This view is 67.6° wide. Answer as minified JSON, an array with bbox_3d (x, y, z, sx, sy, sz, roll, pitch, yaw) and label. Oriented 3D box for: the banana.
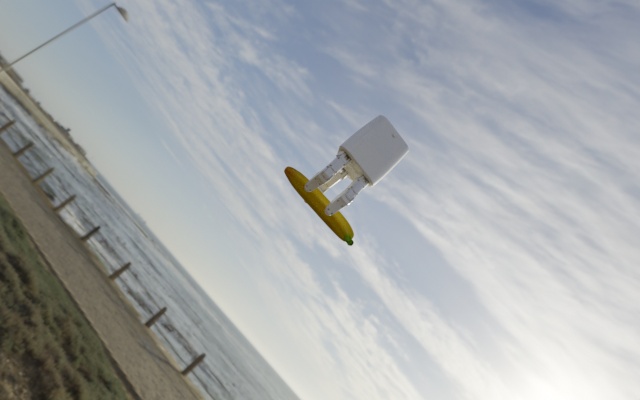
[{"bbox_3d":[0.004,0.010,0.916,0.037,0.197,0.070,-41,-15,-7],"label":"banana"}]
